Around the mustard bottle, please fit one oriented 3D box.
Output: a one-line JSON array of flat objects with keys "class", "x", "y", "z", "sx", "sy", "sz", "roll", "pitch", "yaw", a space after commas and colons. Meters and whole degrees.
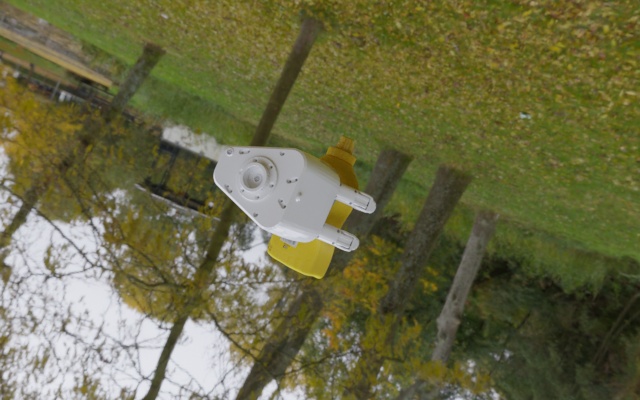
[{"class": "mustard bottle", "x": 0.000, "y": 0.002, "z": 0.656, "sx": 0.096, "sy": 0.191, "sz": 0.058, "roll": 22, "pitch": -2, "yaw": 45}]
